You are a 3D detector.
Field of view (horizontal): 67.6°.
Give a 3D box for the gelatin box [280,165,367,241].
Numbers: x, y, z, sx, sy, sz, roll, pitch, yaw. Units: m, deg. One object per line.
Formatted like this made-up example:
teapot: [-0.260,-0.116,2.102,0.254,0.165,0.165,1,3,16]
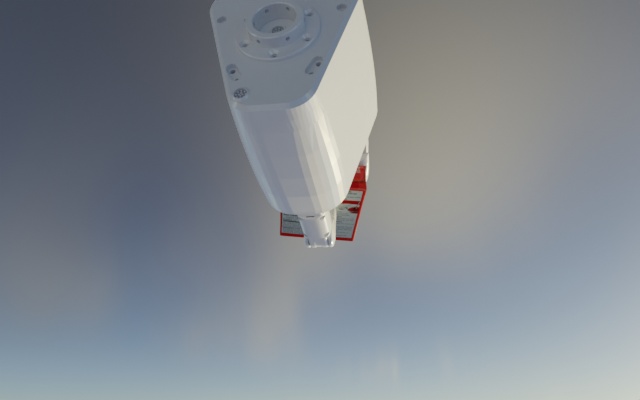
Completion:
gelatin box: [0.000,0.002,0.440,0.073,0.030,0.089,4,-36,-2]
